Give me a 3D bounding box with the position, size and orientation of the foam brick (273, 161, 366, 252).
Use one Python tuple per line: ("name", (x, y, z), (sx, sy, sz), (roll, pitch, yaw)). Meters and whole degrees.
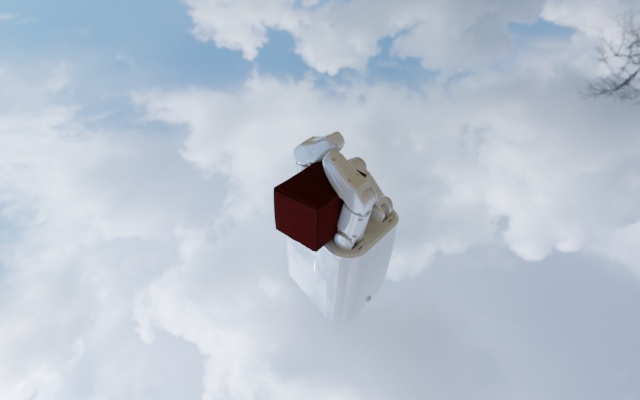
("foam brick", (0.000, 0.002, 0.455), (0.053, 0.051, 0.078), (28, 43, 28))
